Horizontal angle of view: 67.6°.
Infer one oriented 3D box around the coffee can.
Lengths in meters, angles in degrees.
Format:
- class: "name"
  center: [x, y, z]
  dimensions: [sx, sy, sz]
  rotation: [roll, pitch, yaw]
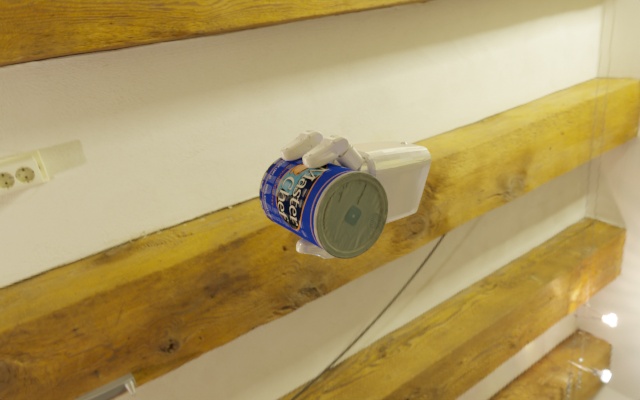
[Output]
- class: "coffee can"
  center: [0.000, 0.002, 0.597]
  dimensions: [0.103, 0.103, 0.140]
  rotation: [0, 13, -35]
